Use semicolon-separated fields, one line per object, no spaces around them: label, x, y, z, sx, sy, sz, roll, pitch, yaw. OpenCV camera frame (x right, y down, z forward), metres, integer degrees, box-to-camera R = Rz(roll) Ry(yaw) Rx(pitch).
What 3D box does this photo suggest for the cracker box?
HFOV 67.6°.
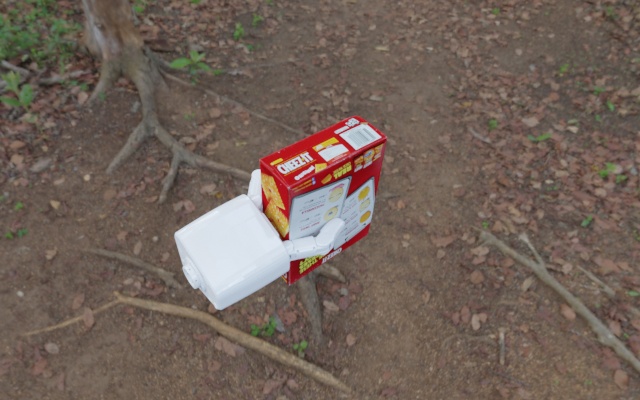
cracker box;0.000;0.002;0.683;0.164;0.214;0.072;-29;57;-26
